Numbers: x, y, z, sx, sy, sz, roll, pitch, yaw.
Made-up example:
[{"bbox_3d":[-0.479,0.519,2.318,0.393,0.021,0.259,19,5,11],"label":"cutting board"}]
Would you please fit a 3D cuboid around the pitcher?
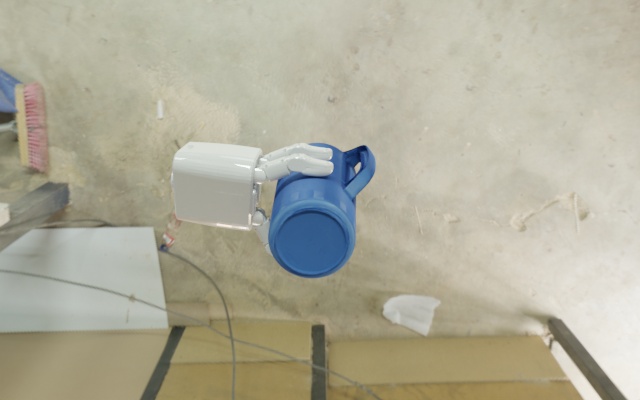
[{"bbox_3d":[0.000,0.002,0.685,0.145,0.149,0.242,9,20,-2],"label":"pitcher"}]
